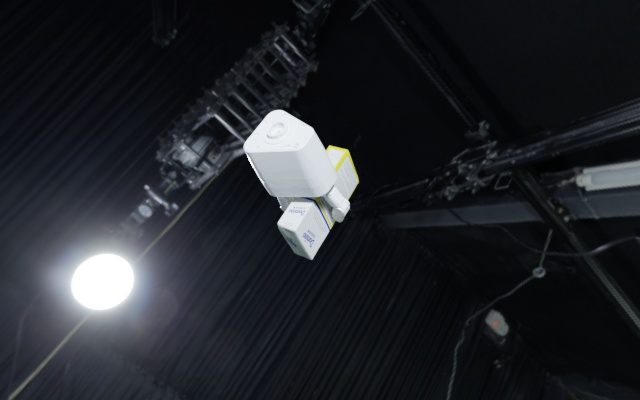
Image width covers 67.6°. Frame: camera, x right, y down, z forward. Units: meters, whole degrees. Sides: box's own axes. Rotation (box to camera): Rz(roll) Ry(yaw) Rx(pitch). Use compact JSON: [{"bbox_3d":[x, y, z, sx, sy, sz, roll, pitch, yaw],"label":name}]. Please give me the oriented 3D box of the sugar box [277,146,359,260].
[{"bbox_3d":[0.000,0.002,0.814,0.048,0.176,0.093,20,-28,32],"label":"sugar box"}]
